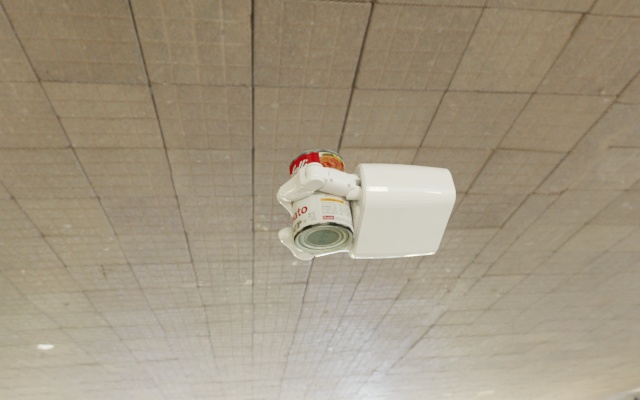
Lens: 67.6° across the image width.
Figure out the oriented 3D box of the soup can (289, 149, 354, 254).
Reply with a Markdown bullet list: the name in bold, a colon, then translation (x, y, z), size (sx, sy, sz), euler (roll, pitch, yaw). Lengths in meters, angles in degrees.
- **soup can**: translation (0.000, 0.002, 0.548), size (0.068, 0.102, 0.068), euler (-4, -33, -2)
